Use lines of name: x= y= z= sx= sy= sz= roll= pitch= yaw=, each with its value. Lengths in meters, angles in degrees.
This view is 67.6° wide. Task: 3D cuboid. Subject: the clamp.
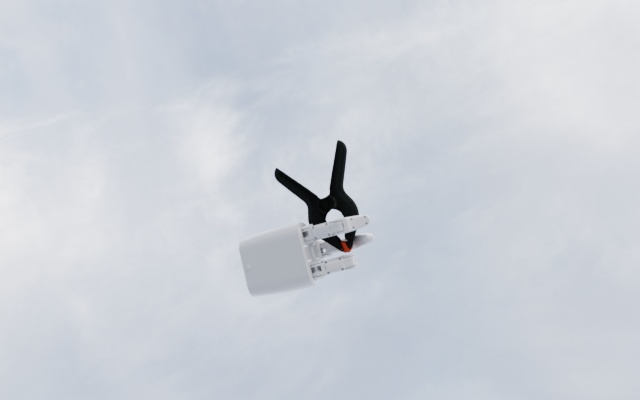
clamp: x=0.000 y=0.003 z=0.740 sx=0.120 sy=0.171 sz=0.039 roll=-15 pitch=-6 yaw=15
